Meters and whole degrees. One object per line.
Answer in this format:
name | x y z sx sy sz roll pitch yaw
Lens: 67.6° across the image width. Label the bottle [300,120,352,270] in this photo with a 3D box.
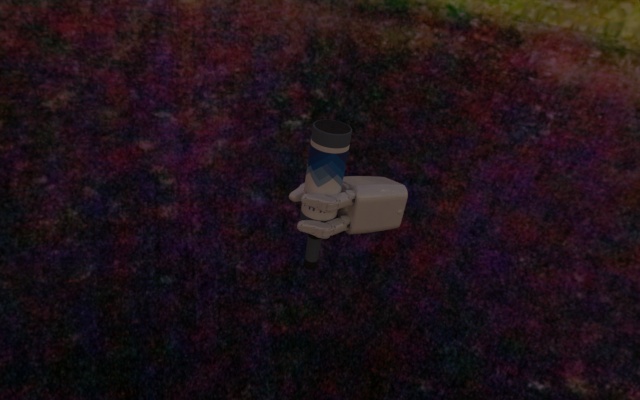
bottle | 0.000 0.003 0.871 0.069 0.296 0.069 7 30 -4
